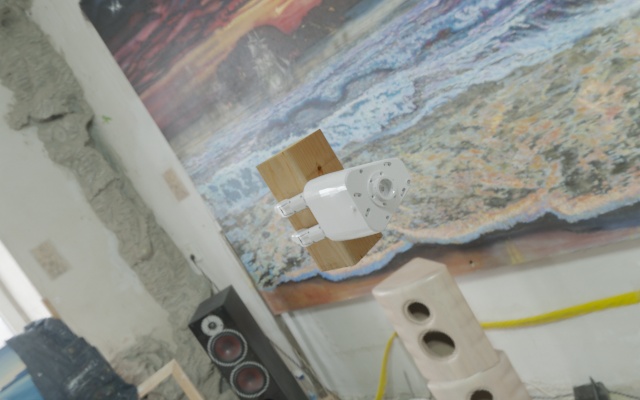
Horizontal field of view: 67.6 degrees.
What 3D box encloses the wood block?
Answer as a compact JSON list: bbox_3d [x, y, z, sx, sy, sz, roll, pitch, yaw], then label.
[{"bbox_3d":[0.000,0.002,0.778,0.090,0.206,0.090,-21,14,47],"label":"wood block"}]
